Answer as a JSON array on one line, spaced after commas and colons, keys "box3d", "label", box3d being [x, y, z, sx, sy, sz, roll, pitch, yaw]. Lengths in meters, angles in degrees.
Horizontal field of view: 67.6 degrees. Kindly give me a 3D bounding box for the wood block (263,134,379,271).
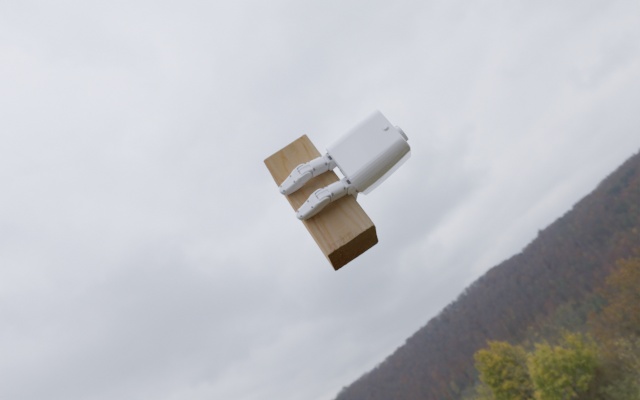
[{"box3d": [0.000, 0.002, 0.804, 0.090, 0.206, 0.091, -33, -26, -4], "label": "wood block"}]
